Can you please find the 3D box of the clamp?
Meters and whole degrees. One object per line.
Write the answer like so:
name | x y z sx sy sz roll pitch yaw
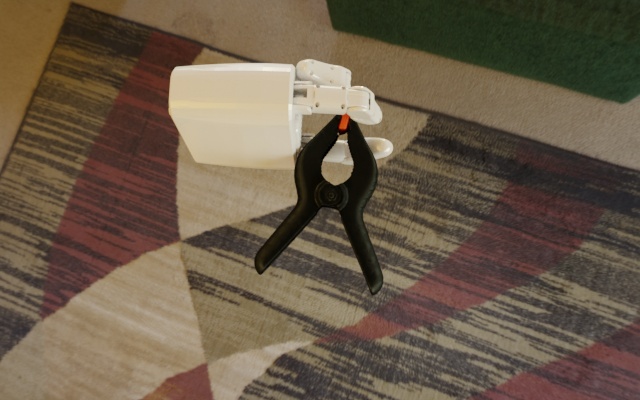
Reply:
clamp | 0.000 0.001 0.449 0.120 0.171 0.039 2 -7 -5
